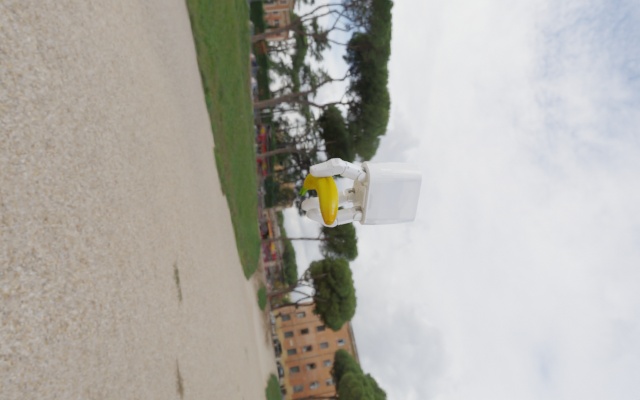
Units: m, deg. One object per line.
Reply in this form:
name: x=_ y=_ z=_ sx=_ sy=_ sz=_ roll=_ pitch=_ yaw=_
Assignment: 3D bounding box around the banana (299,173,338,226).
banana: x=0.003 y=-0.016 z=0.863 sx=0.037 sy=0.070 sz=0.197 roll=9 pitch=13 yaw=-16
